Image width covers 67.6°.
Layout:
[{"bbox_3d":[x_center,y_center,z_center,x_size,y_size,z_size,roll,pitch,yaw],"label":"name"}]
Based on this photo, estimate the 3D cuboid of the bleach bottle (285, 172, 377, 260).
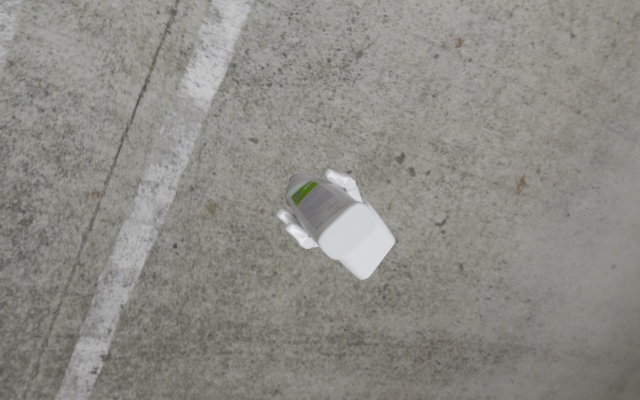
[{"bbox_3d":[0.000,0.003,0.844,0.068,0.102,0.250,49,0,-31],"label":"bleach bottle"}]
